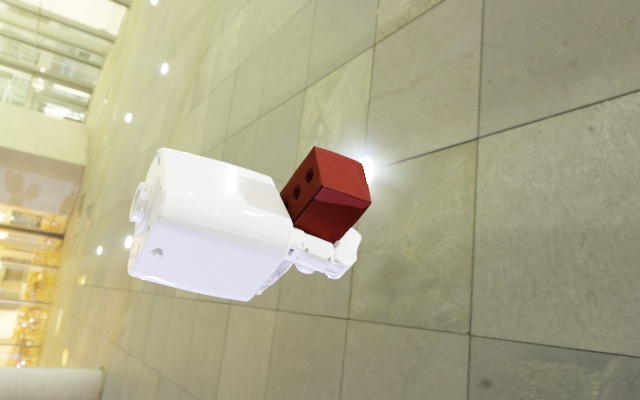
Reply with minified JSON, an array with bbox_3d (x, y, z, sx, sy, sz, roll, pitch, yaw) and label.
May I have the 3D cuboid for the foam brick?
[{"bbox_3d":[0.000,0.001,0.421,0.051,0.053,0.078,20,-52,-25],"label":"foam brick"}]
